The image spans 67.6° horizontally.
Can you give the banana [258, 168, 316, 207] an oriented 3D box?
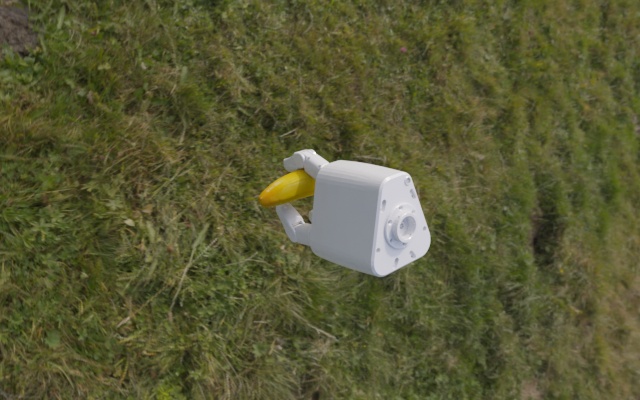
[{"bbox_3d":[0.008,-0.015,0.638,0.198,0.069,0.037,8,14,-43],"label":"banana"}]
